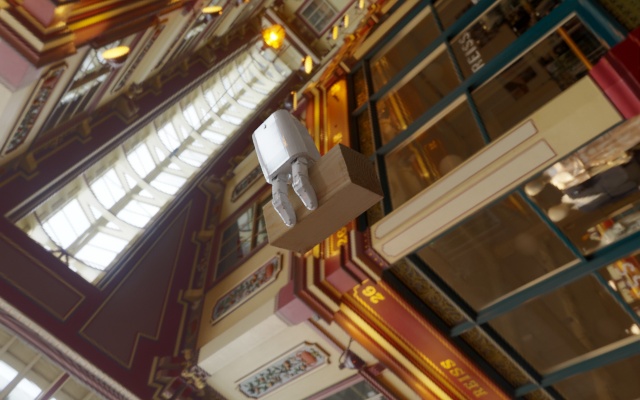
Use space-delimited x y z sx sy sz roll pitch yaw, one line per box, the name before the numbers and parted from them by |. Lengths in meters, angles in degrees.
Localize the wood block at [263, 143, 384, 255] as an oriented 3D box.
wood block | 0.000 0.003 0.859 0.091 0.090 0.206 20 -47 -42
